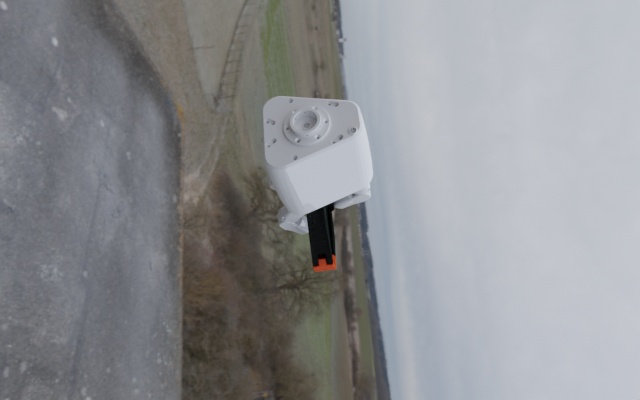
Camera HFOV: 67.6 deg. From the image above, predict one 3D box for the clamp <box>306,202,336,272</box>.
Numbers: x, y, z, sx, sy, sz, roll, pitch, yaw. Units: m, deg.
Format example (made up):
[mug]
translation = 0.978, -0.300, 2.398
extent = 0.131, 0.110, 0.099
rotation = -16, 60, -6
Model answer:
[clamp]
translation = 0.001, 0.002, 0.654
extent = 0.036, 0.210, 0.165
rotation = -9, -27, 7
